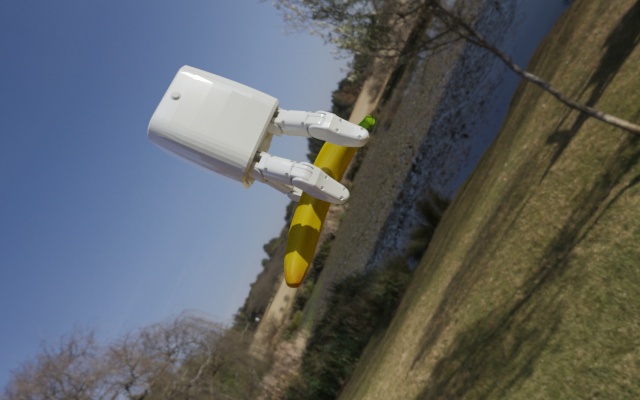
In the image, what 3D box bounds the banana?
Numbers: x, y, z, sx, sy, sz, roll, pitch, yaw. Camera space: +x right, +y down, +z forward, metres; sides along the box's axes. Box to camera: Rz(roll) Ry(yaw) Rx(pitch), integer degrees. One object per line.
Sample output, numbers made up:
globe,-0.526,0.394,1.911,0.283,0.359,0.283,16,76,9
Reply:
banana,-0.001,-0.003,0.523,0.037,0.198,0.069,23,2,-9
